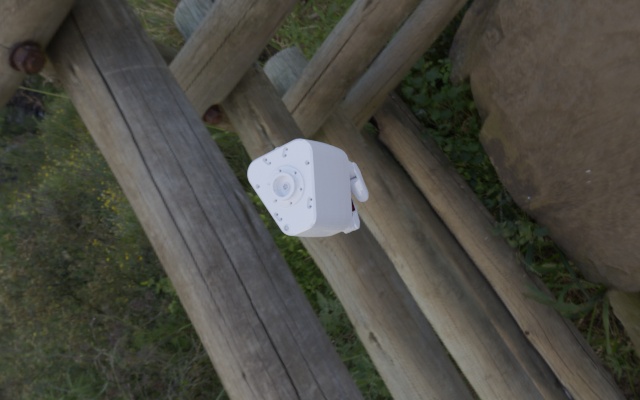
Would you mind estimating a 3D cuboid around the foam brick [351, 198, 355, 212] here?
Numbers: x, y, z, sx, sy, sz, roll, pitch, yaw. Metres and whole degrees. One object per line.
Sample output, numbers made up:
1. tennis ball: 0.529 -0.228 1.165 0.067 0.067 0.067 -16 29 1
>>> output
1. foam brick: 0.000 0.002 0.680 0.078 0.053 0.051 -24 -15 23
